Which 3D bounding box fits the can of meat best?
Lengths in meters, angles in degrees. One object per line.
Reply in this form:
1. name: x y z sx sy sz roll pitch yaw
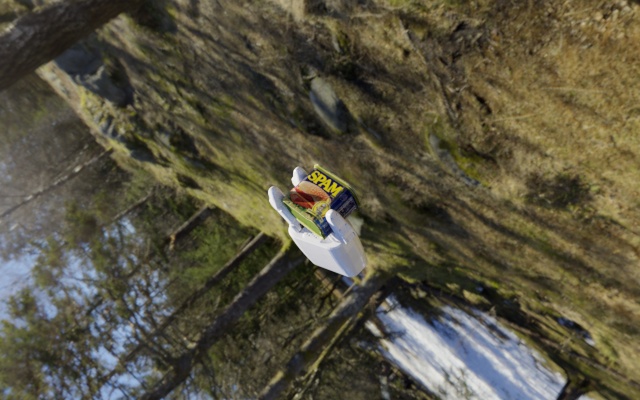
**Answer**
1. can of meat: 0.000 0.003 0.758 0.102 0.084 0.057 35 -16 38
